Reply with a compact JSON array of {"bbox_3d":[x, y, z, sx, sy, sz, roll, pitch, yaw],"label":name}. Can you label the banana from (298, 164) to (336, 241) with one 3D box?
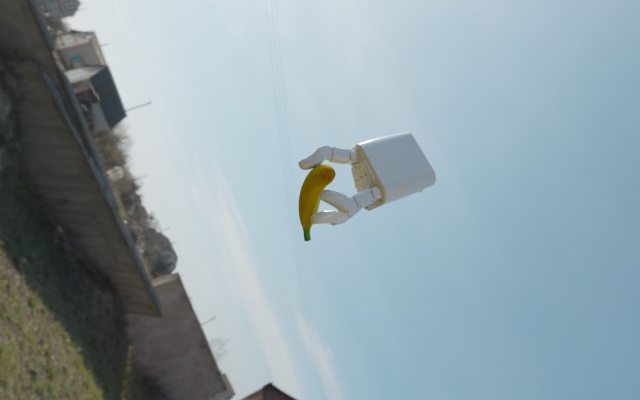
[{"bbox_3d":[-0.008,-0.010,0.804,0.037,0.069,0.198,-14,-31,-21],"label":"banana"}]
